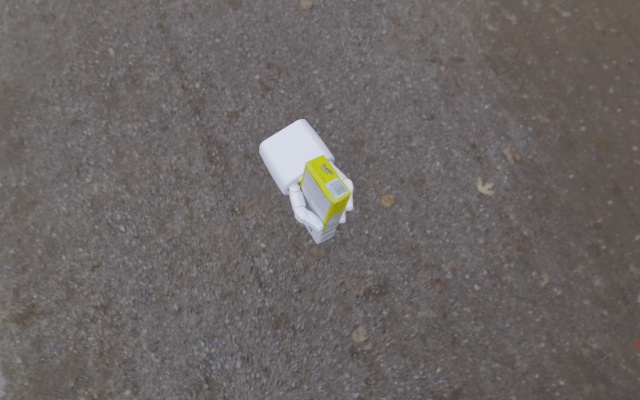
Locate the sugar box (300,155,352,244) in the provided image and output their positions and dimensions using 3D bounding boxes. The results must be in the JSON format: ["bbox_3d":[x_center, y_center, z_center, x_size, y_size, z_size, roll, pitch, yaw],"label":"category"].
[{"bbox_3d":[0.001,0.003,0.893,0.048,0.093,0.176,-27,-20,-20],"label":"sugar box"}]
